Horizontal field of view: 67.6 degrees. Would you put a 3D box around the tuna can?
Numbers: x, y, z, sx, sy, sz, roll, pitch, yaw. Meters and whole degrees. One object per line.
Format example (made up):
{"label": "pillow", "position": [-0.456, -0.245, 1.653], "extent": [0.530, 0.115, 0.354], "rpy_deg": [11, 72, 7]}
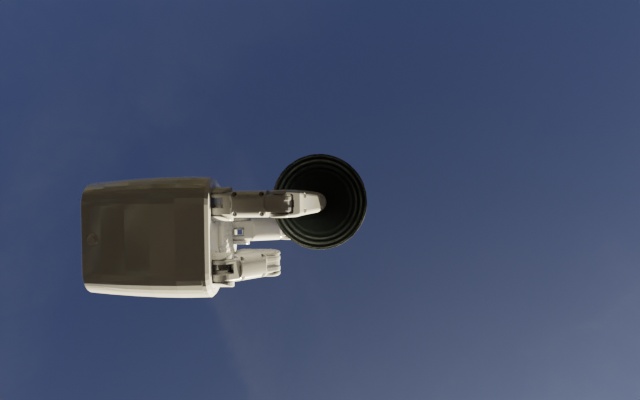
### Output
{"label": "tuna can", "position": [0.000, 0.001, 0.443], "extent": [0.086, 0.086, 0.034], "rpy_deg": [0, -1, 5]}
